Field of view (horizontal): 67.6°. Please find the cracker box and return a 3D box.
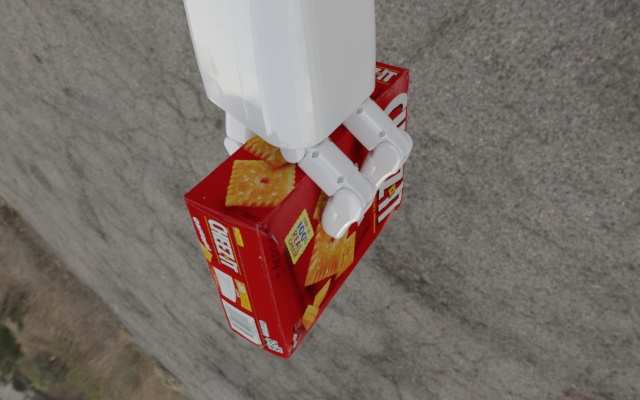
[{"bbox_3d":[0.000,0.001,0.405,0.072,0.164,0.213,22,50,25],"label":"cracker box"}]
